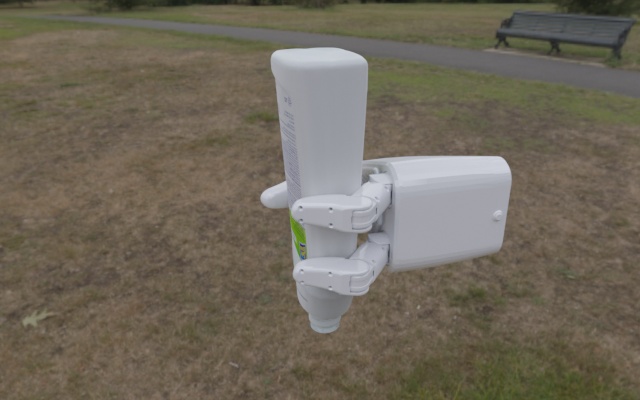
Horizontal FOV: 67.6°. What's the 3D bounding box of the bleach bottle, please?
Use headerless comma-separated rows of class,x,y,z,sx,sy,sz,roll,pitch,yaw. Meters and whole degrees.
bleach bottle,0.000,0.001,0.420,0.068,0.251,0.102,-6,24,-12
